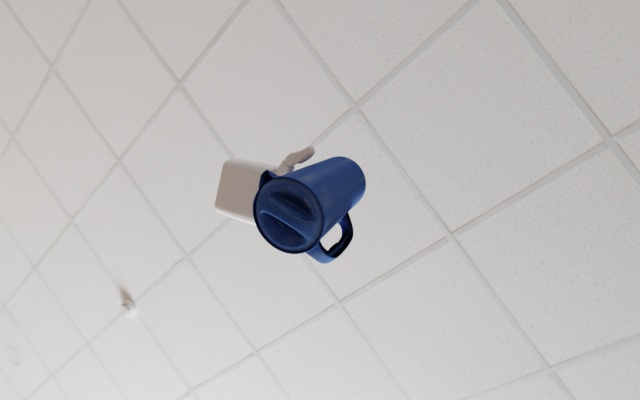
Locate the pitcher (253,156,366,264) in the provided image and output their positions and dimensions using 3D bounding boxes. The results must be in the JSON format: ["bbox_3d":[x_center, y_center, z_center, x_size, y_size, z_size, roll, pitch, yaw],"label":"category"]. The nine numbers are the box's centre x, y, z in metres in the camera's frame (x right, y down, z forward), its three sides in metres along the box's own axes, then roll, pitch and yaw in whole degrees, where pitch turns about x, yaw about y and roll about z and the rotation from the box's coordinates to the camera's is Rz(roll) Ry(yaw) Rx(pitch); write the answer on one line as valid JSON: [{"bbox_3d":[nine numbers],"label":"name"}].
[{"bbox_3d":[0.000,0.003,0.872,0.145,0.149,0.242,12,21,23],"label":"pitcher"}]
